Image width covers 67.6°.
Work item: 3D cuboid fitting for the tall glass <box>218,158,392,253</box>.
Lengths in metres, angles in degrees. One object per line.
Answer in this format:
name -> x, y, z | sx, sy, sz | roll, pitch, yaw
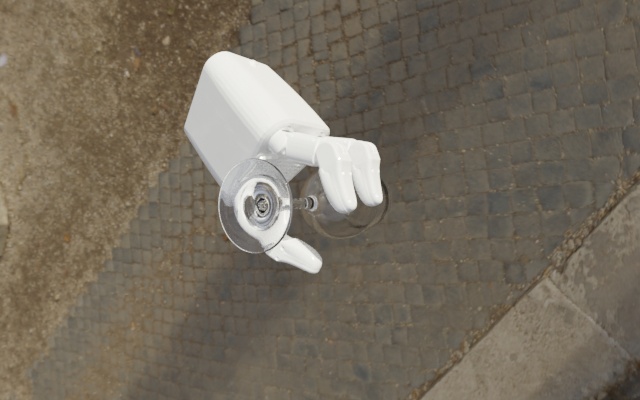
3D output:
tall glass -> 0.000, 0.002, 0.455 | 0.079, 0.079, 0.201 | 0, 1, 32
